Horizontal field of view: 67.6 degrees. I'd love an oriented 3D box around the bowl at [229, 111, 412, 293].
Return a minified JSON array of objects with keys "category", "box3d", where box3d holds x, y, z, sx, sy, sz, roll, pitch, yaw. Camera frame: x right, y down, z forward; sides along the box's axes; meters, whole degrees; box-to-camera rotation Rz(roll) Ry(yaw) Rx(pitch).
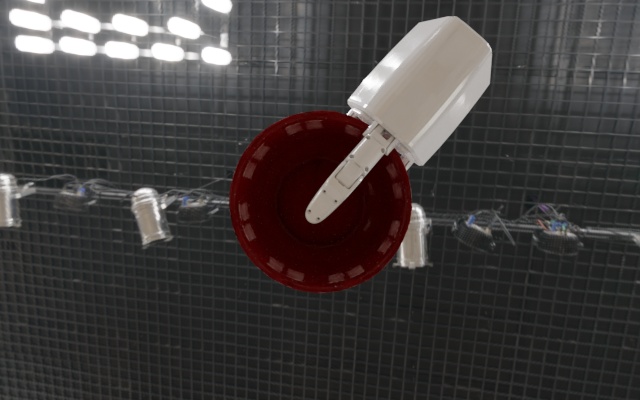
[{"category":"bowl","box3d":[-0.001,0.002,0.447,0.162,0.162,0.055,0,-1,-1]}]
